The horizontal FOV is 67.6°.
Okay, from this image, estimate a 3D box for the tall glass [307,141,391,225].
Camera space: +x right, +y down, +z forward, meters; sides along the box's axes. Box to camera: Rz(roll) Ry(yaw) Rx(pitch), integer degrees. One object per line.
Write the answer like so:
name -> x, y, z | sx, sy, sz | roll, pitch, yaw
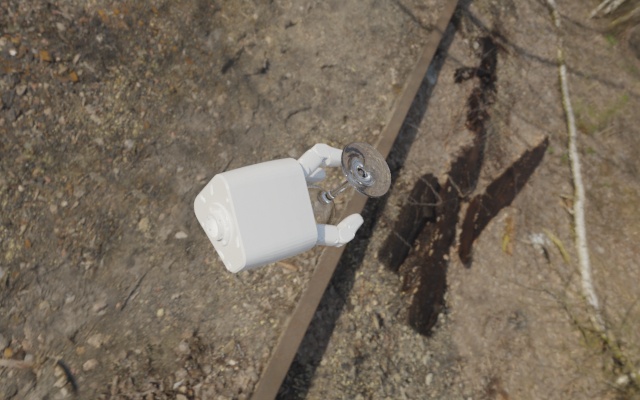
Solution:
tall glass -> 0.001, 0.002, 0.638 | 0.079, 0.079, 0.201 | 0, -24, -36
